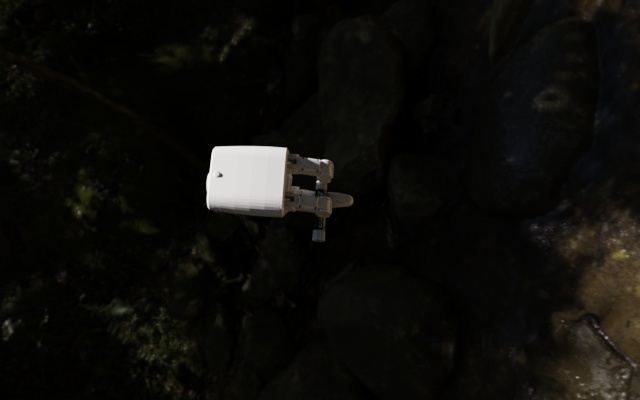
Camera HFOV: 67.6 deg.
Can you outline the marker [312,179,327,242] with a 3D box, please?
[{"bbox_3d":[0.000,0.002,0.733,0.020,0.121,0.020,3,-15,1],"label":"marker"}]
